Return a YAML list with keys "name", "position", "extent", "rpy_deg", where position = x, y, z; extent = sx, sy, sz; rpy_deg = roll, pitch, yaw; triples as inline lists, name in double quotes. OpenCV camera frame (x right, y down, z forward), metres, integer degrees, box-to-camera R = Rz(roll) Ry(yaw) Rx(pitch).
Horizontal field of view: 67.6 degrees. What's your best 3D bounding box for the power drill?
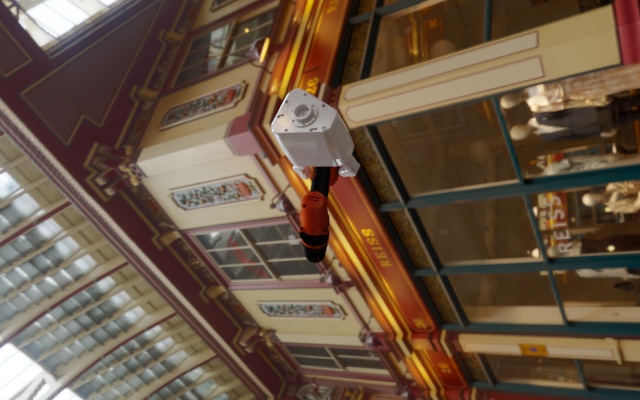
- name: "power drill"
  position: [0.000, 0.002, 0.895]
  extent: [0.057, 0.187, 0.185]
  rpy_deg: [6, -38, 3]
